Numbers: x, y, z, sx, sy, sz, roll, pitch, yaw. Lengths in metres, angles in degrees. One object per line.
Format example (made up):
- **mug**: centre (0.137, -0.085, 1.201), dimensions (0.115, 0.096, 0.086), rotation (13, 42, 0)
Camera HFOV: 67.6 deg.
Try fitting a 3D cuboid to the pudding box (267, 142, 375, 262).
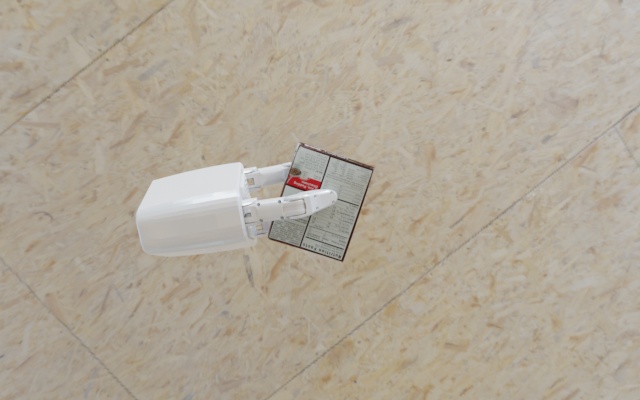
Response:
- **pudding box**: centre (0.000, 0.002, 0.531), dimensions (0.090, 0.113, 0.039), rotation (18, 8, -4)
